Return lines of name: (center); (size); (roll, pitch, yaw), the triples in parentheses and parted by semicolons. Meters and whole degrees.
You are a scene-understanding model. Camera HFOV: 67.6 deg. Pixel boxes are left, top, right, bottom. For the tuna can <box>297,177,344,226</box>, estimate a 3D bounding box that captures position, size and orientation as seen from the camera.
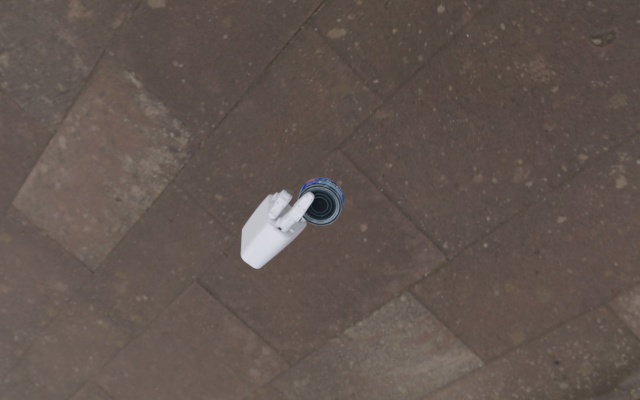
tuna can: (0.000, 0.003, 0.885); (0.086, 0.086, 0.033); (0, 23, 9)
